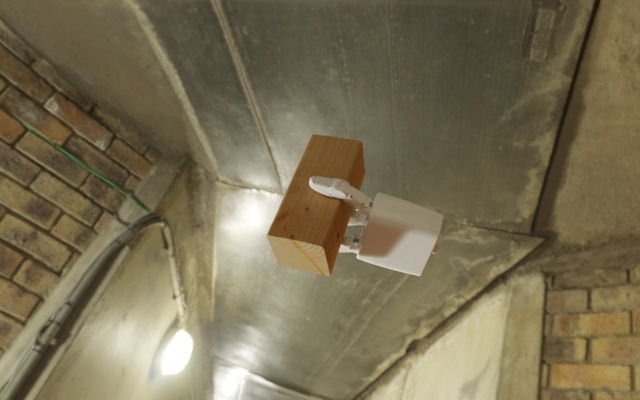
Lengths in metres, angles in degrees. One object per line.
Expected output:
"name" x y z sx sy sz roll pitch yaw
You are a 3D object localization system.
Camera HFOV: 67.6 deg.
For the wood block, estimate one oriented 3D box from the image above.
"wood block" 0.000 0.002 0.762 0.090 0.206 0.091 10 -35 17
